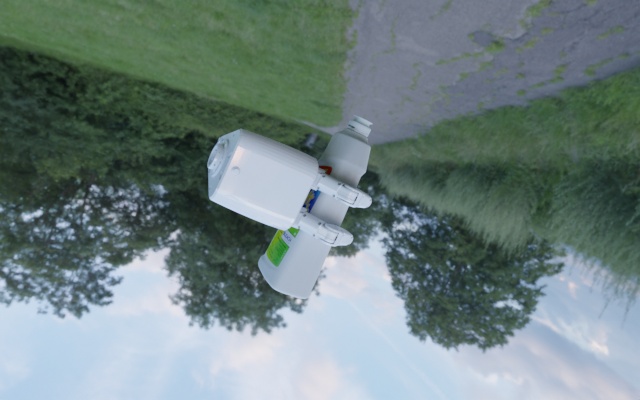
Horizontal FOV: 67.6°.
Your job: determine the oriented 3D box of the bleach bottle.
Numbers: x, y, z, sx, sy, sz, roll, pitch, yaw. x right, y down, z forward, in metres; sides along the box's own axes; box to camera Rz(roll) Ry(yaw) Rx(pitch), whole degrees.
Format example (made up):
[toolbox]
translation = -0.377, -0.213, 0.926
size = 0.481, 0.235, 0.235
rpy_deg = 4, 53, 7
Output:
[bleach bottle]
translation = 0.000, 0.002, 0.655
size = 0.068, 0.251, 0.102
rpy_deg = 23, 7, -24
